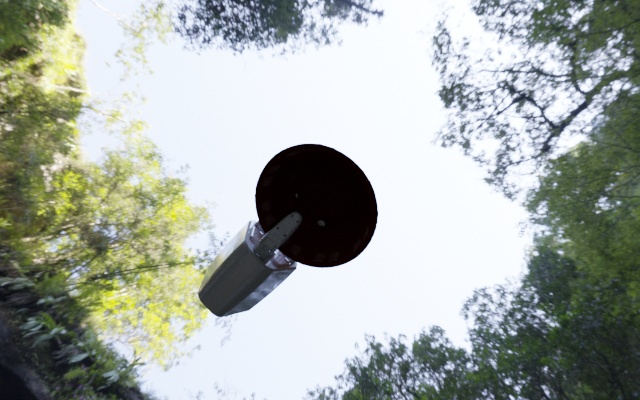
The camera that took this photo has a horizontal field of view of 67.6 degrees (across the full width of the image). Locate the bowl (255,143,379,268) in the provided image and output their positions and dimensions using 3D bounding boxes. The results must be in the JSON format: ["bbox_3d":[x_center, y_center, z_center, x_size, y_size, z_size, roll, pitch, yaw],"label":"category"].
[{"bbox_3d":[0.001,0.001,0.609,0.162,0.162,0.055,0,17,21],"label":"bowl"}]
